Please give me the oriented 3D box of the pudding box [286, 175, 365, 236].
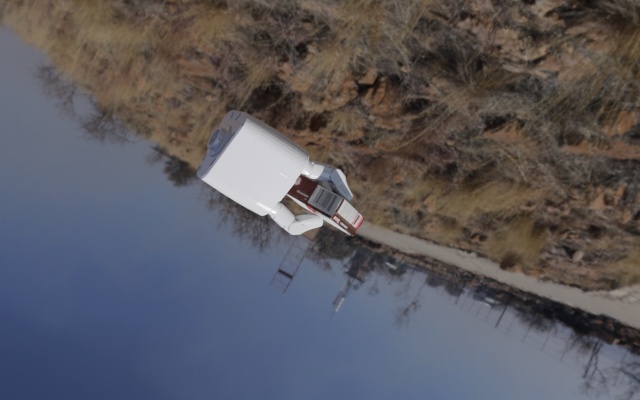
[{"bbox_3d":[0.000,0.002,0.712,0.113,0.039,0.090,31,-4,32],"label":"pudding box"}]
